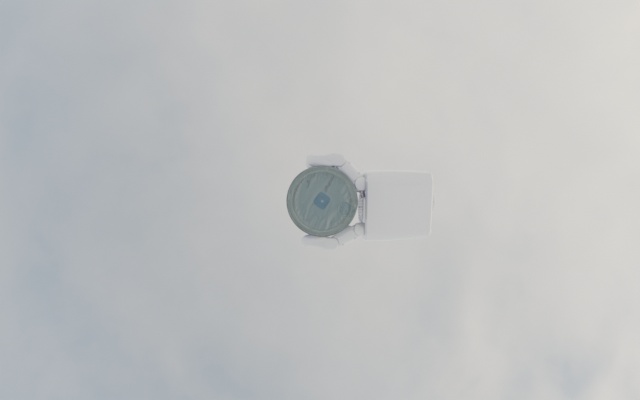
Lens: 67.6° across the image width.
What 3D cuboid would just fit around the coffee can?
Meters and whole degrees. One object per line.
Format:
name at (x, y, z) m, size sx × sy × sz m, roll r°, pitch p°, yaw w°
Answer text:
coffee can at (0.000, 0.003, 0.749) m, size 0.103 × 0.103 × 0.140 m, roll 0°, pitch -1°, yaw -2°
